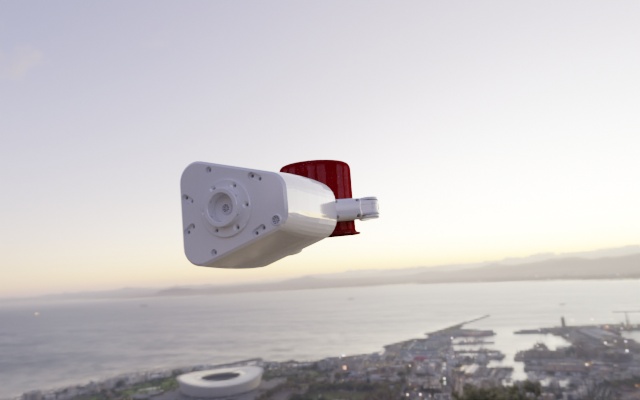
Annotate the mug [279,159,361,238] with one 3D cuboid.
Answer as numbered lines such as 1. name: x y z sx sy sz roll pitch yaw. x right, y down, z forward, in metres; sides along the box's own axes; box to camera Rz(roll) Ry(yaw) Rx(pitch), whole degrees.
1. mug: 0.001 0.002 0.549 0.093 0.081 0.117 -7 -7 20
